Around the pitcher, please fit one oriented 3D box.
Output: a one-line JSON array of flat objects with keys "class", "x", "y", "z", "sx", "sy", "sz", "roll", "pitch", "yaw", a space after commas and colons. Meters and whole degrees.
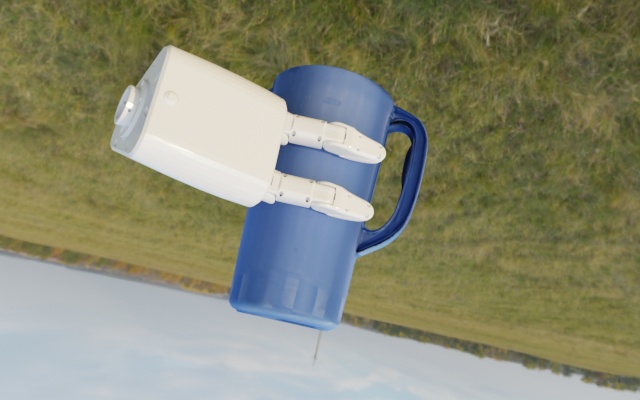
[{"class": "pitcher", "x": 0.000, "y": 0.002, "z": 0.478, "sx": 0.145, "sy": 0.242, "sz": 0.149, "roll": 22, "pitch": -18, "yaw": -33}]
